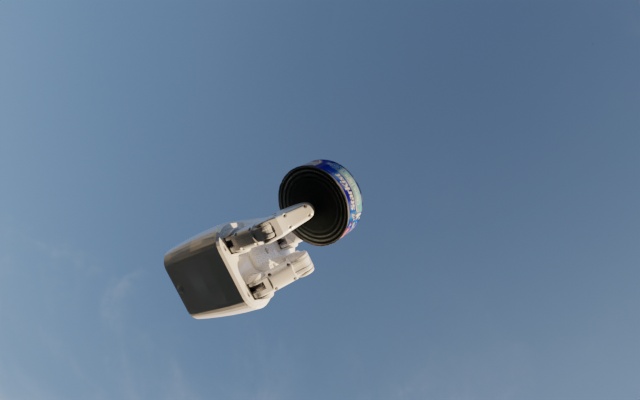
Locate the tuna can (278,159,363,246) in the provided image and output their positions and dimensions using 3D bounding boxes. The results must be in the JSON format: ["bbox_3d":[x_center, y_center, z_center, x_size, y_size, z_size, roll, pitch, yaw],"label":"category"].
[{"bbox_3d":[0.000,0.001,0.494,0.086,0.086,0.033,0,18,35],"label":"tuna can"}]
